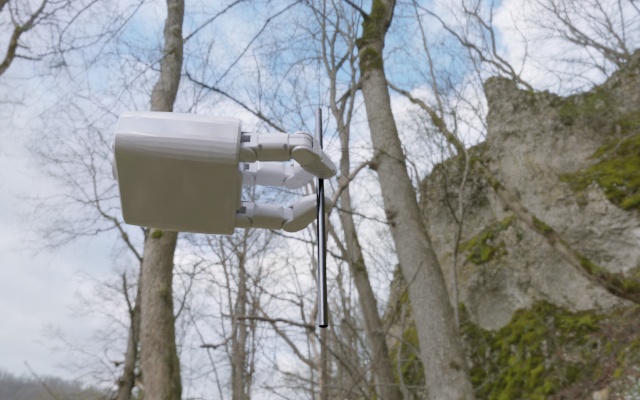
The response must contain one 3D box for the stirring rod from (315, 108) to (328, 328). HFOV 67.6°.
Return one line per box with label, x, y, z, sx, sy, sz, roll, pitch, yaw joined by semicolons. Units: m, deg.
stirring rod;0.000;0.002;0.448;0.011;0.239;0.011;-1;-35;-1
